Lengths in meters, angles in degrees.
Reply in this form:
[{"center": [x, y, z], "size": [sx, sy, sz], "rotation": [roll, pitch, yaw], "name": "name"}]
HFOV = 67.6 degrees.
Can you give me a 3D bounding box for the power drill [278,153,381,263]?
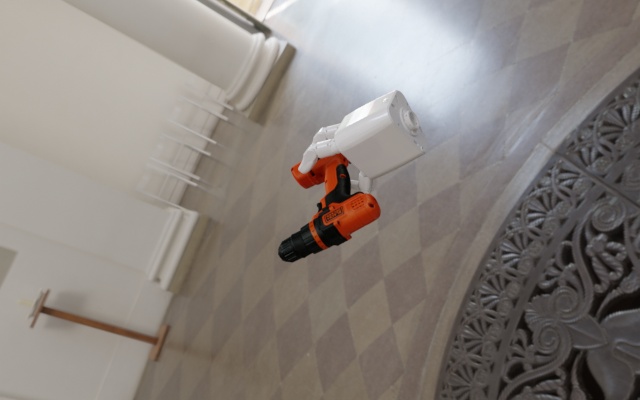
[{"center": [0.000, 0.002, 0.814], "size": [0.184, 0.187, 0.057], "rotation": [-28, -46, 13], "name": "power drill"}]
